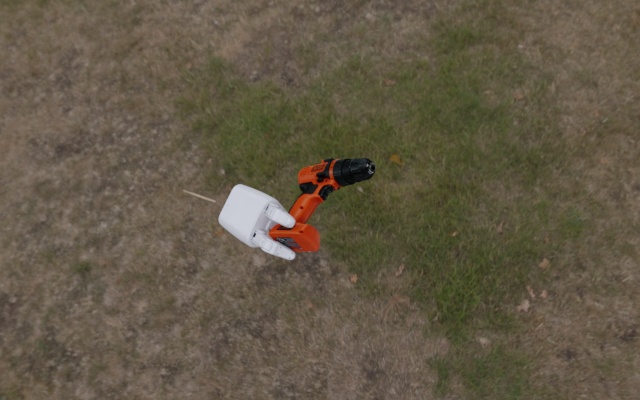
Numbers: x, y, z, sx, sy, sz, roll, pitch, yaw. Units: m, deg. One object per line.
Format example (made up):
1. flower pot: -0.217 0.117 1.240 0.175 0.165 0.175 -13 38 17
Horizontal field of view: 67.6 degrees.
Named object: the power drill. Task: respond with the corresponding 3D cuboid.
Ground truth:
1. power drill: 0.000 0.003 0.861 0.184 0.187 0.057 -8 -47 49
